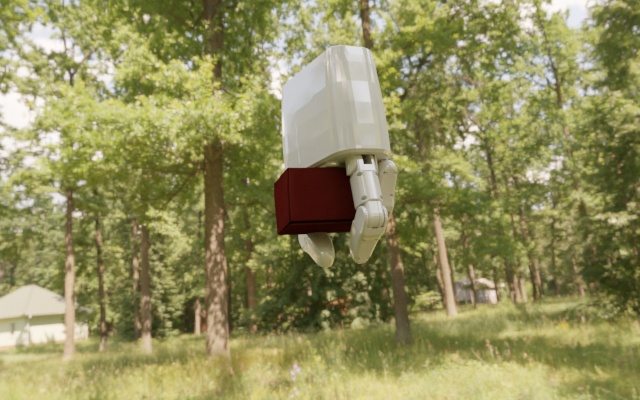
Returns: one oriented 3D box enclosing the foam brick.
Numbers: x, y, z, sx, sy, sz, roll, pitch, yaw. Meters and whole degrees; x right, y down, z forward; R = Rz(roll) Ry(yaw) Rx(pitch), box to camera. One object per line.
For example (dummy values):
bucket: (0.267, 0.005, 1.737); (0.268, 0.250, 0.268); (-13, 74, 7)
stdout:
foam brick: (0.000, 0.002, 0.441); (0.078, 0.051, 0.053); (-1, -14, -20)
